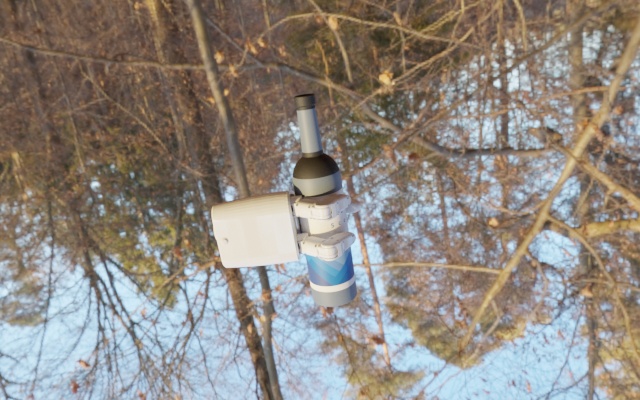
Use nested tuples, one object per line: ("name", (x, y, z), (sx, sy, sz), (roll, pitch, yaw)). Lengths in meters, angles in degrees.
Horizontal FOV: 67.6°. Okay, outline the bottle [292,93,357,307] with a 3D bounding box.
("bottle", (0.000, 0.002, 0.663), (0.069, 0.296, 0.069), (-8, 18, 3))
